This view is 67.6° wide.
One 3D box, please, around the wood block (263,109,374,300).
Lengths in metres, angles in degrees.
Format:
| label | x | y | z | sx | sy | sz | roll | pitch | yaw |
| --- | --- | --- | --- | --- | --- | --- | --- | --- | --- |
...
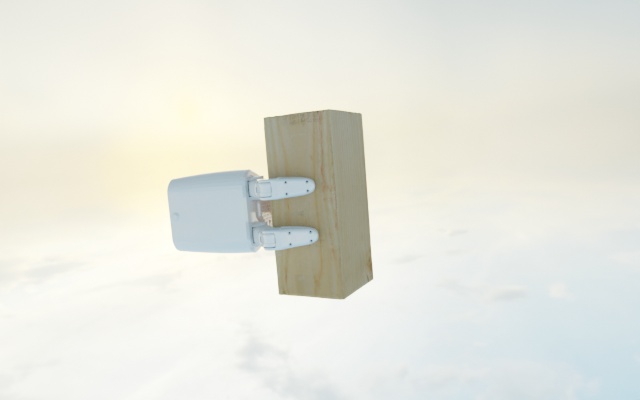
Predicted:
| label | x | y | z | sx | sy | sz | roll | pitch | yaw |
| --- | --- | --- | --- | --- | --- | --- | --- | --- | --- |
| wood block | 0.000 | 0.002 | 0.568 | 0.090 | 0.206 | 0.091 | -2 | 6 | 28 |
